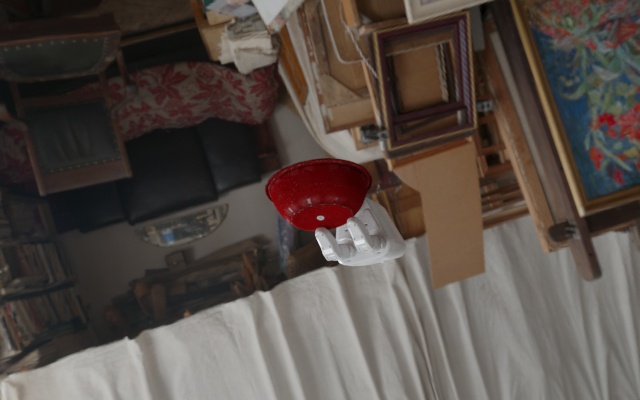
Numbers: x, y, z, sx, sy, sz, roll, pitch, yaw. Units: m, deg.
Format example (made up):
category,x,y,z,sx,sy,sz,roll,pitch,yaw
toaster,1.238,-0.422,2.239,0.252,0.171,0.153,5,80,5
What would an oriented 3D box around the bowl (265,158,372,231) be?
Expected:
category,x,y,z,sx,sy,sz,roll,pitch,yaw
bowl,-0.001,0.002,0.707,0.162,0.055,0.162,-5,-27,-2
